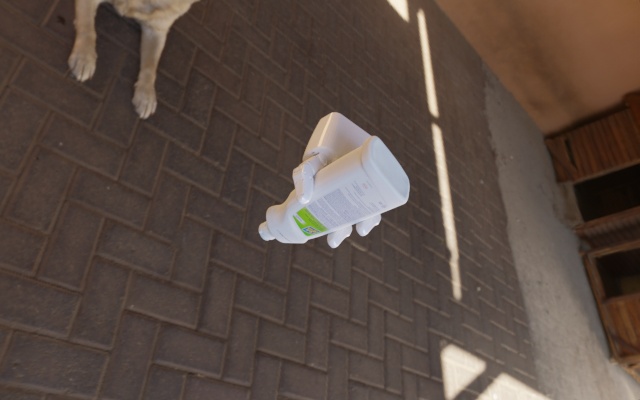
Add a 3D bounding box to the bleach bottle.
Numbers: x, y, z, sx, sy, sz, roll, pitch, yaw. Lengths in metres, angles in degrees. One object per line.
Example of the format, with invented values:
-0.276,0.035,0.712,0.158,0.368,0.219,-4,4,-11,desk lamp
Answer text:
0.000,0.002,0.708,0.251,0.103,0.068,-24,30,33,bleach bottle
